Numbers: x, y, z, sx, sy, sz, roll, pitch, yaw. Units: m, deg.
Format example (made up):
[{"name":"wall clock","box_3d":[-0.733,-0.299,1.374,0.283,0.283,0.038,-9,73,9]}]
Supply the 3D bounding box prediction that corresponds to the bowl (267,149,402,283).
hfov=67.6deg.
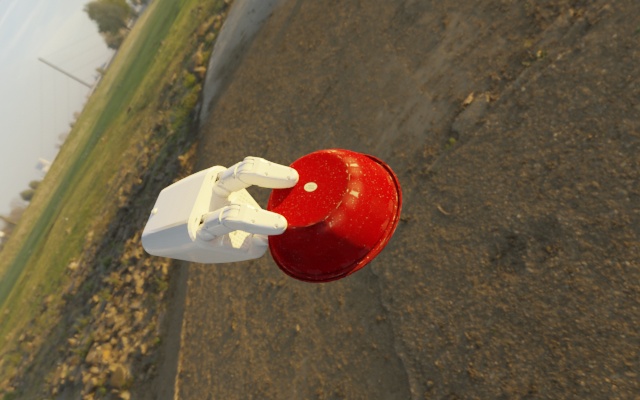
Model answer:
[{"name":"bowl","box_3d":[0.001,0.001,0.500,0.162,0.162,0.055,0,-31,32]}]
